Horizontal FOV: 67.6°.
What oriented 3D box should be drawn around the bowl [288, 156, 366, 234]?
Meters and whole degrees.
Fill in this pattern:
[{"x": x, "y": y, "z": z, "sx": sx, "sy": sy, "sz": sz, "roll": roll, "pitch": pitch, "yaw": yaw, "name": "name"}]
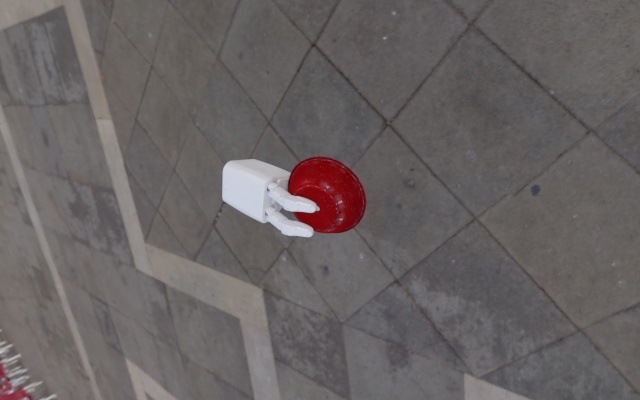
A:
[{"x": 0.001, "y": 0.003, "z": 0.883, "sx": 0.162, "sy": 0.162, "sz": 0.055, "roll": 0, "pitch": 26, "yaw": 26, "name": "bowl"}]
